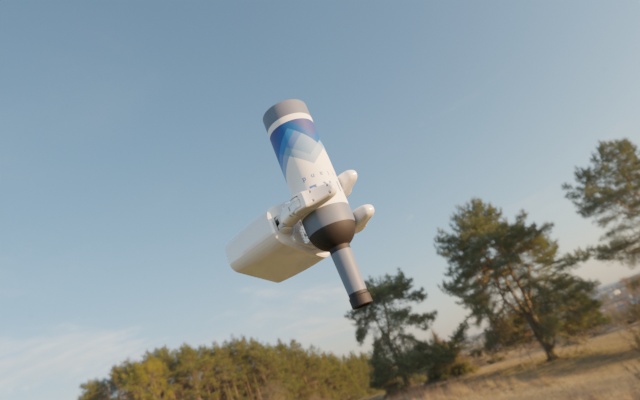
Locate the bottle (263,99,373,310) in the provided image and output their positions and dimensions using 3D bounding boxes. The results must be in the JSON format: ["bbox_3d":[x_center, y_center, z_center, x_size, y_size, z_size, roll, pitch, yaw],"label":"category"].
[{"bbox_3d":[0.000,0.002,0.638,0.069,0.295,0.069,-19,-21,-8],"label":"bottle"}]
